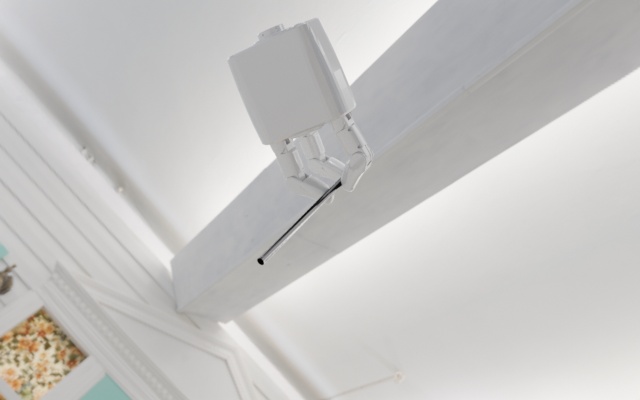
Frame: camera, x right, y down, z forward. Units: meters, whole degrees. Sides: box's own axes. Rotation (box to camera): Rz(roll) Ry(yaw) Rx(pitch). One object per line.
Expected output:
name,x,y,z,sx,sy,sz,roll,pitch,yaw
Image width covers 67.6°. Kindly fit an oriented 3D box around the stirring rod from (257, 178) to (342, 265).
stirring rod,0.000,0.002,0.537,0.011,0.011,0.239,0,27,32
